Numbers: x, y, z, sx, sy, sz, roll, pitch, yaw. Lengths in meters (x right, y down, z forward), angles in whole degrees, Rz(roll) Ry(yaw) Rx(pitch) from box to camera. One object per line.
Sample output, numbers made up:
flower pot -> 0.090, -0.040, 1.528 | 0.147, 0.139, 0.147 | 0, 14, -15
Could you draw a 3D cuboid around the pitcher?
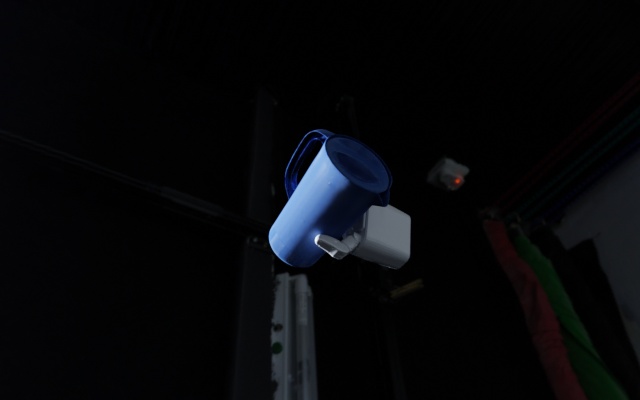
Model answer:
pitcher -> 0.000, 0.003, 0.855 | 0.145, 0.149, 0.243 | 22, -53, -22
